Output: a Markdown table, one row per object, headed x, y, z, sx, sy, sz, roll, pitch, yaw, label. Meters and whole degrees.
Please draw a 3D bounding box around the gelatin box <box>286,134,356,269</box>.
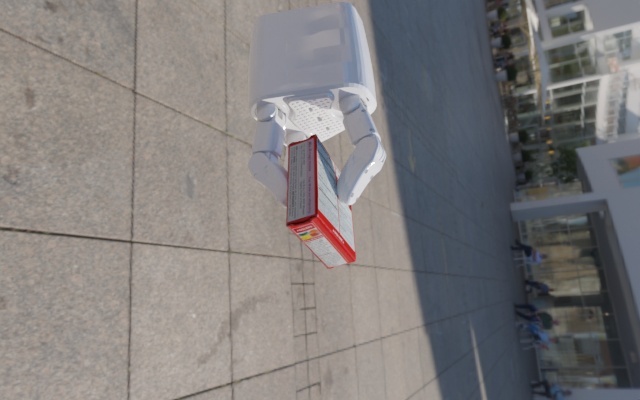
| x | y | z | sx | sy | sz | roll | pitch | yaw | label |
| --- | --- | --- | --- | --- | --- | --- | --- | --- | --- |
| 0.000 | 0.001 | 0.402 | 0.030 | 0.089 | 0.073 | -18 | -41 | 19 | gelatin box |
